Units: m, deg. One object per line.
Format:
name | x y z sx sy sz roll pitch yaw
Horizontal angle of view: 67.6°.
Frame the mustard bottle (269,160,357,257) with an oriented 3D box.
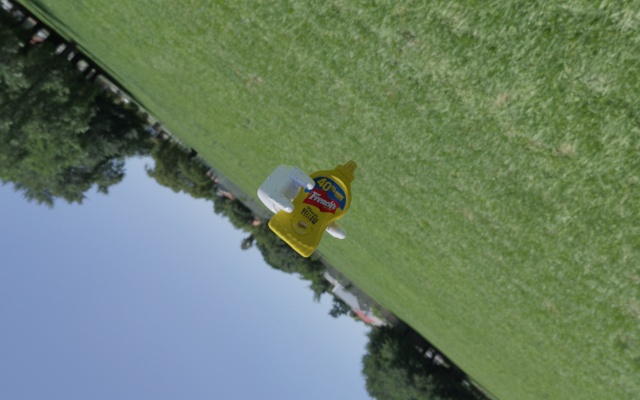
mustard bottle | 0.000 0.003 0.873 0.096 0.191 0.058 41 -6 -3
